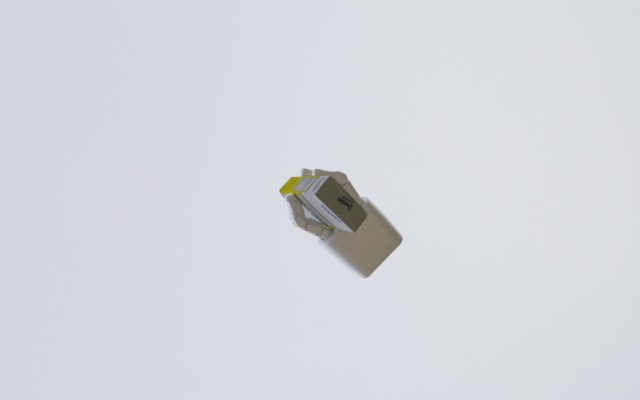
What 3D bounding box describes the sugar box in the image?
[{"bbox_3d":[0.001,0.002,0.799,0.093,0.048,0.176,44,-17,-19],"label":"sugar box"}]
